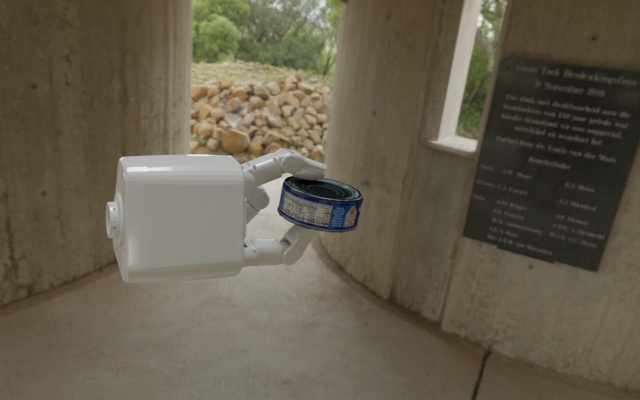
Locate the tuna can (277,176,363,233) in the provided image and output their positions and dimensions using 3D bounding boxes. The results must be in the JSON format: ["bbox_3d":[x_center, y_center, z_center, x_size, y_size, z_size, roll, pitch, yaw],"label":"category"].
[{"bbox_3d":[0.000,0.001,0.495,0.086,0.034,0.086,11,16,-3],"label":"tuna can"}]
